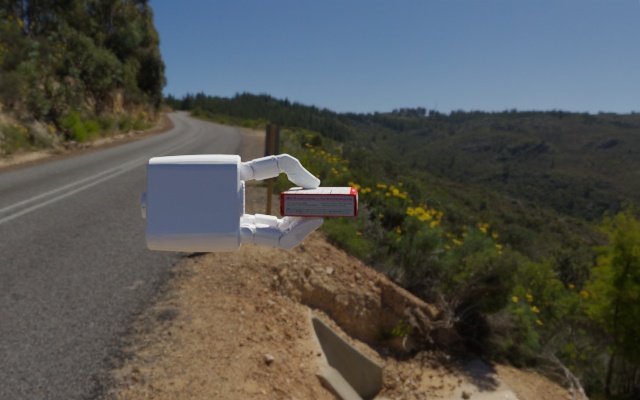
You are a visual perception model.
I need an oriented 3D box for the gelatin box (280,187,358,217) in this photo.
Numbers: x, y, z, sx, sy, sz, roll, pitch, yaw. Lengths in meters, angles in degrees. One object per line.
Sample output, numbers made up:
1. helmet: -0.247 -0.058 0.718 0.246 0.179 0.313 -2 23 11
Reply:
1. gelatin box: 0.000 0.001 0.578 0.089 0.030 0.073 0 7 5
